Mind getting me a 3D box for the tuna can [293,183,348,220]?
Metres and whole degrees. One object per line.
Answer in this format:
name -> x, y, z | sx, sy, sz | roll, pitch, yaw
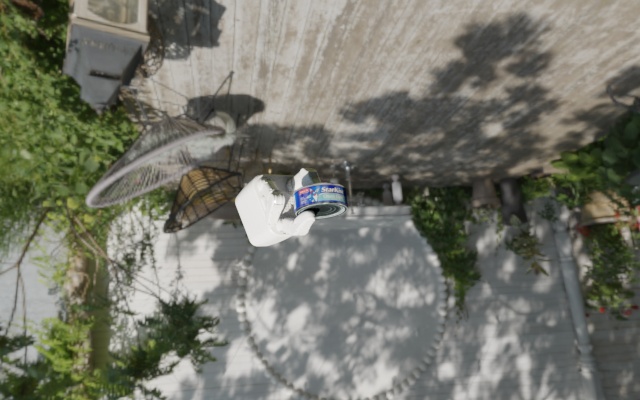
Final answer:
tuna can -> 0.000, 0.003, 0.754 | 0.086, 0.033, 0.086 | -6, -18, -2
